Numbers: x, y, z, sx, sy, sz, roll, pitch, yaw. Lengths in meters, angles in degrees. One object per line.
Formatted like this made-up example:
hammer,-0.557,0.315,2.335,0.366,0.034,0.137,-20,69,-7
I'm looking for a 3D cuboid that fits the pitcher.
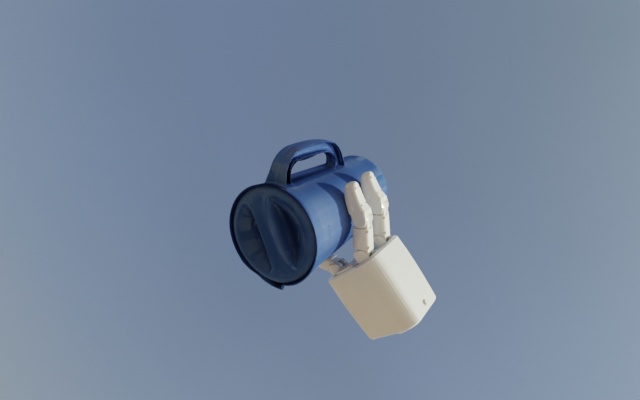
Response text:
pitcher,0.000,0.002,0.668,0.149,0.145,0.242,-38,-5,36
